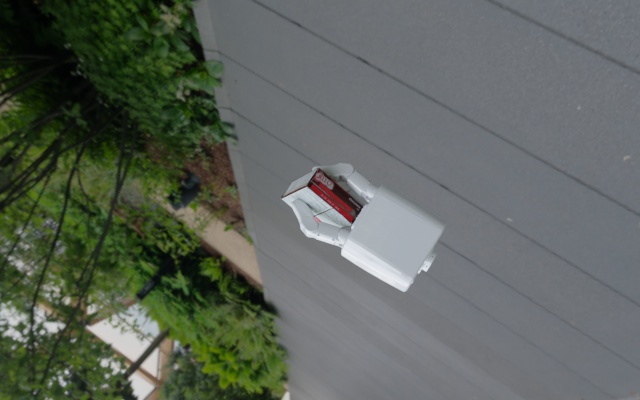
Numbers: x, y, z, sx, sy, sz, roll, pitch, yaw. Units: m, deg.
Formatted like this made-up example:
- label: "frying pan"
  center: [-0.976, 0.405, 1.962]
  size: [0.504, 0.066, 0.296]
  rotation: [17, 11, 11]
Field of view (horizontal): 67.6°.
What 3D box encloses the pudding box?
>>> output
- label: "pudding box"
  center: [0.000, 0.002, 0.710]
  size: [0.090, 0.039, 0.113]
  rotation: [41, -24, -13]
